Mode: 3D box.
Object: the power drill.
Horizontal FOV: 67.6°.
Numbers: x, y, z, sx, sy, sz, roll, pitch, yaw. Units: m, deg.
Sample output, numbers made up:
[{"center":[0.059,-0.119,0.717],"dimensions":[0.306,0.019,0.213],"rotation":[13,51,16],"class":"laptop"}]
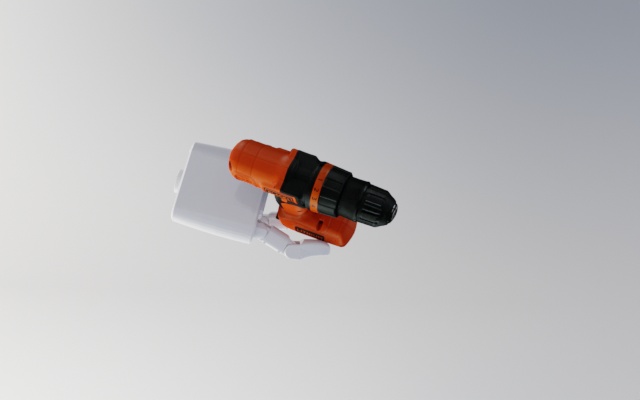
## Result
[{"center":[0.000,0.002,0.557],"dimensions":[0.184,0.057,0.188],"rotation":[22,-15,14],"class":"power drill"}]
